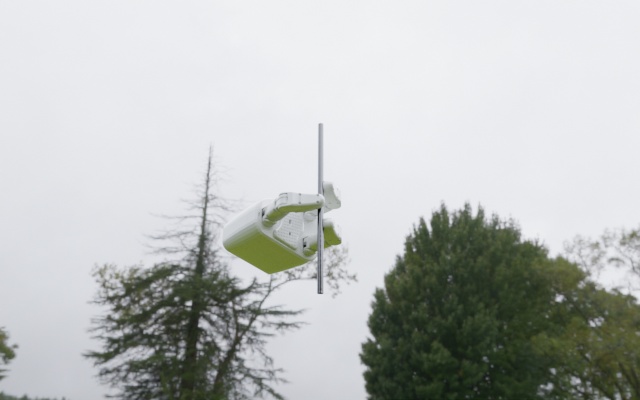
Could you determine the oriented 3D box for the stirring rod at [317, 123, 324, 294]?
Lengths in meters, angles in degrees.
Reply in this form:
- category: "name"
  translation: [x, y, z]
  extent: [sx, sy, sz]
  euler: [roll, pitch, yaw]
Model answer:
- category: "stirring rod"
  translation: [0.000, 0.002, 0.621]
  extent: [0.011, 0.239, 0.011]
  euler: [0, -25, 0]
